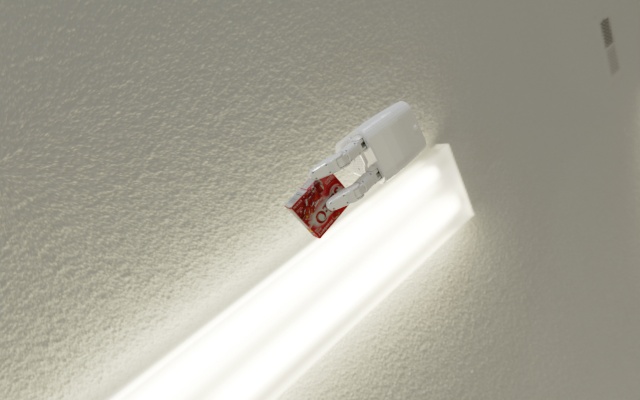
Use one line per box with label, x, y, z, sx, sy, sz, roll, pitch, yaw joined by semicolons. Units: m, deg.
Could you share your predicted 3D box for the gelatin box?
gelatin box;0.000;0.003;0.743;0.073;0.089;0.030;48;-15;-25
